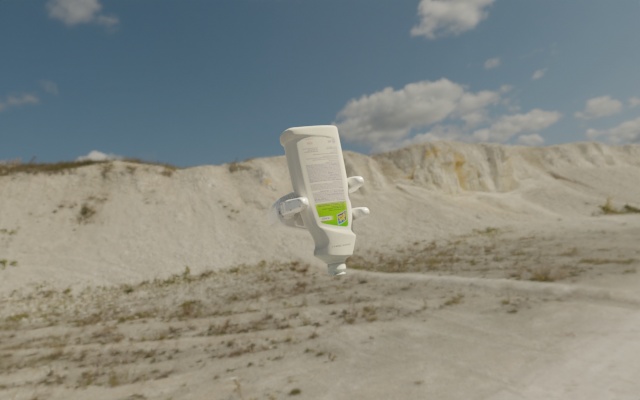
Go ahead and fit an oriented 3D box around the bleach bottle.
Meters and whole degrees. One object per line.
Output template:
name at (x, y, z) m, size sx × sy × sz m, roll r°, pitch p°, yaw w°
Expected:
bleach bottle at (0.000, 0.003, 0.811) m, size 0.102 × 0.251 × 0.068 m, roll -7°, pitch -8°, yaw -19°
